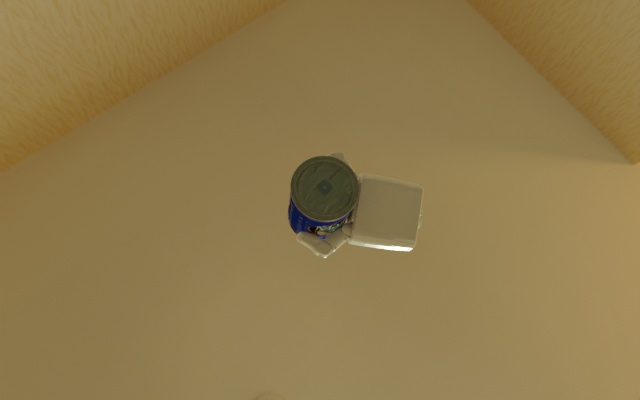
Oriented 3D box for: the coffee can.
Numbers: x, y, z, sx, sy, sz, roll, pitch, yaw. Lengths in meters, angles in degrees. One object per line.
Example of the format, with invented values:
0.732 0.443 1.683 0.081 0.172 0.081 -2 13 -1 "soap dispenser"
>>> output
0.000 0.003 0.771 0.103 0.102 0.140 0 -18 -6 "coffee can"
